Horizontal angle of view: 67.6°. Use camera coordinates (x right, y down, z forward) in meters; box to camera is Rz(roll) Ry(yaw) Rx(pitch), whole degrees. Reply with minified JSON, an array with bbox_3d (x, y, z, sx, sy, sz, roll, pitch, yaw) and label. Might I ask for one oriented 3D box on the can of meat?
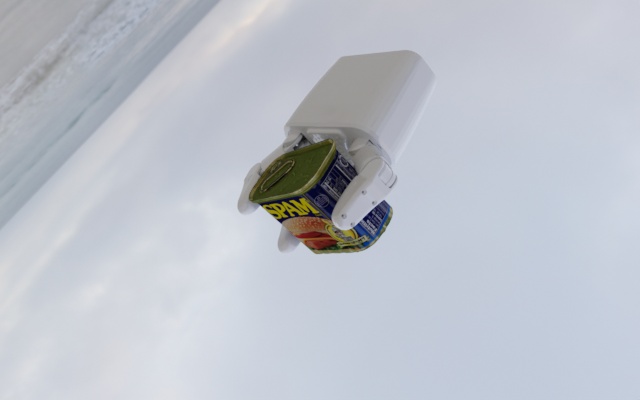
[{"bbox_3d":[0.000,0.002,0.416,0.084,0.057,0.102,44,-29,-24],"label":"can of meat"}]
